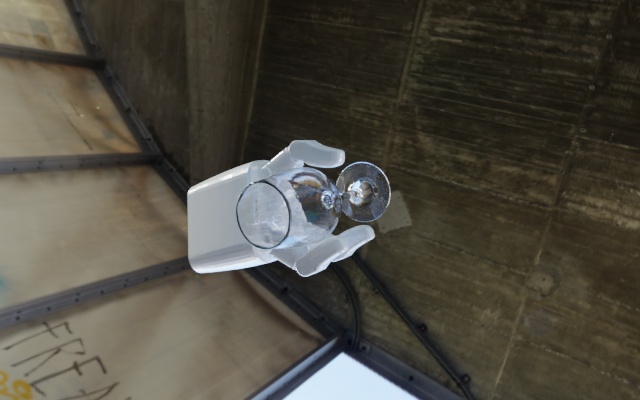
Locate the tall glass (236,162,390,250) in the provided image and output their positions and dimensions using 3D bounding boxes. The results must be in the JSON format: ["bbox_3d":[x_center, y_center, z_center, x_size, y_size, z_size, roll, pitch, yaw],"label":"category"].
[{"bbox_3d":[0.001,0.001,0.505,0.079,0.079,0.201,0,7,31],"label":"tall glass"}]
